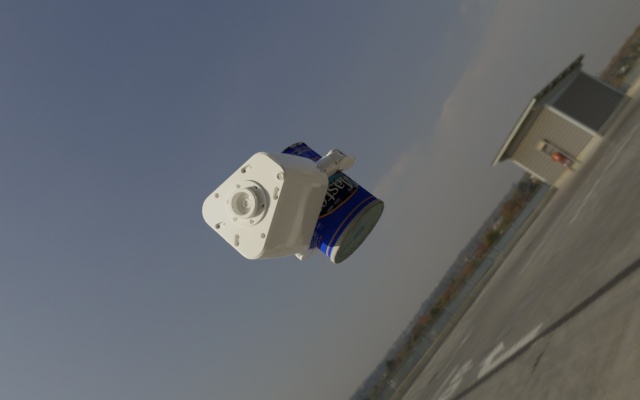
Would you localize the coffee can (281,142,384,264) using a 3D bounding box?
[{"bbox_3d":[0.000,0.002,0.647,0.140,0.103,0.103,38,14,19],"label":"coffee can"}]
